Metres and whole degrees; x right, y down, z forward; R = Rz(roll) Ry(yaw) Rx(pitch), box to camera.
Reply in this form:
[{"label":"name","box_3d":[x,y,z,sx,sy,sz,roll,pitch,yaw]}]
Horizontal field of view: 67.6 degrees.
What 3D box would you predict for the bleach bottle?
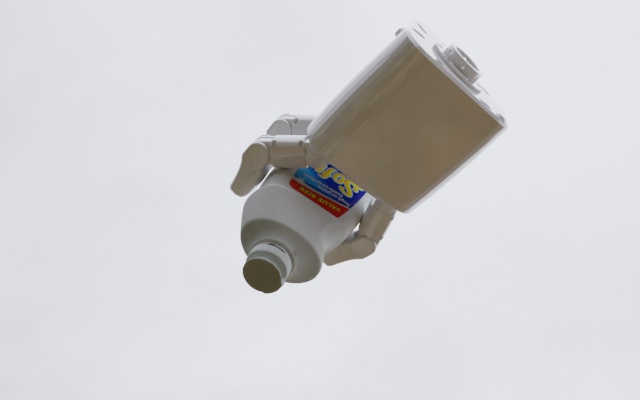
[{"label":"bleach bottle","box_3d":[0.000,0.001,0.426,0.068,0.102,0.250,-42,9,30]}]
